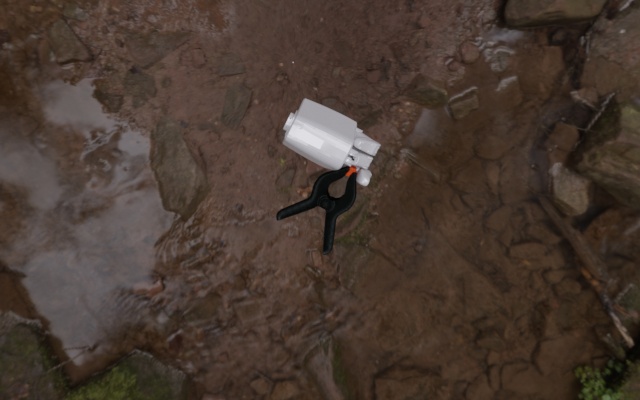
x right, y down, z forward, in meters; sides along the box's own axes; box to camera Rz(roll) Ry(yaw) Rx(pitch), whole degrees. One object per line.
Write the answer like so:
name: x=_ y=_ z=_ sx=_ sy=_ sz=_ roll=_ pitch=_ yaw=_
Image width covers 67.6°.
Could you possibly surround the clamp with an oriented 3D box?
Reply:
clamp: x=0.000 y=0.003 z=0.861 sx=0.120 sy=0.171 sz=0.039 roll=27 pitch=13 yaw=-6
